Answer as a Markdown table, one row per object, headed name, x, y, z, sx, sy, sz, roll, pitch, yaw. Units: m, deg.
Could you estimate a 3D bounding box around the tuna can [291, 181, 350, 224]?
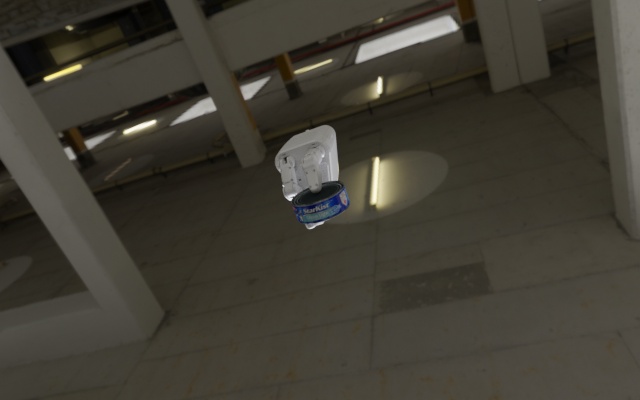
| name | x | y | z | sx | sy | sz | roll | pitch | yaw |
| --- | --- | --- | --- | --- | --- | --- | --- | --- | --- |
| tuna can | 0.000 | 0.003 | 0.727 | 0.086 | 0.034 | 0.086 | -18 | 18 | 6 |
